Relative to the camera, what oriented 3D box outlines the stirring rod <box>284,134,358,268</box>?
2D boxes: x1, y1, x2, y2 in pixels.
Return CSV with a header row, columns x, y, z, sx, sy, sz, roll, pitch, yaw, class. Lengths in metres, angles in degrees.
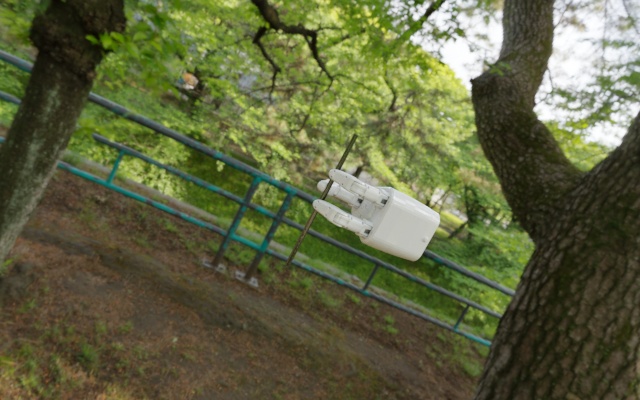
x,y,z,sx,sy,sz,roll,pitch,yaw,class
0.000,0.003,0.761,0.011,0.239,0.011,27,9,-5,stirring rod
